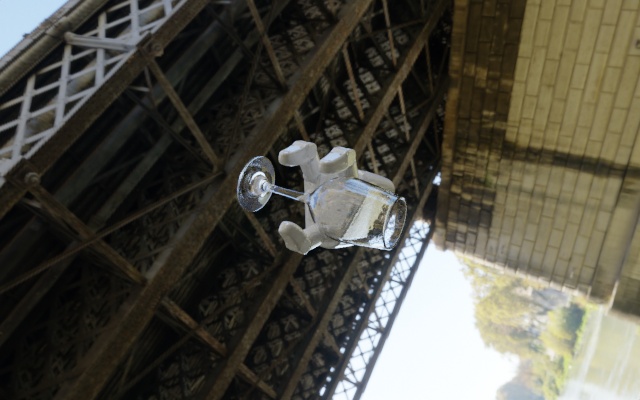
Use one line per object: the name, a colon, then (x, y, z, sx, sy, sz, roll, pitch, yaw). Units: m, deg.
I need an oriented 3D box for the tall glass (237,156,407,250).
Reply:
tall glass: (-0.001, 0.002, 0.577, 0.201, 0.079, 0.079, 16, 8, 29)
